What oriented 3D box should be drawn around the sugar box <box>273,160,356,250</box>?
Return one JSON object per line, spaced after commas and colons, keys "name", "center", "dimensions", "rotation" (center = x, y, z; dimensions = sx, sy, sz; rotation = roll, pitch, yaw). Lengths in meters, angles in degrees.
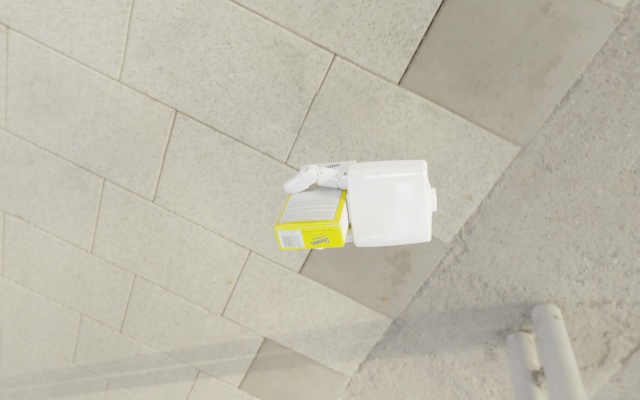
{"name": "sugar box", "center": [0.000, 0.003, 0.701], "dimensions": [0.093, 0.048, 0.176], "rotation": [-4, 29, 16]}
